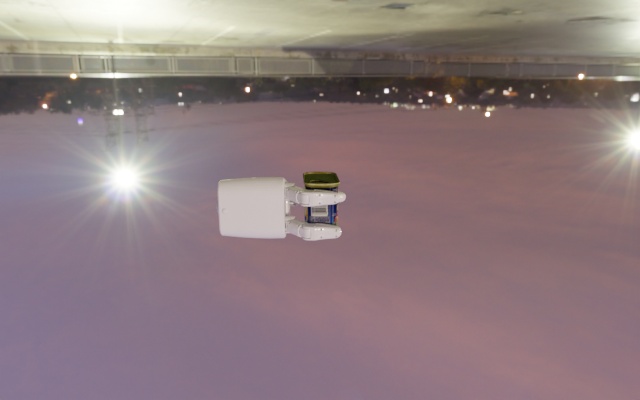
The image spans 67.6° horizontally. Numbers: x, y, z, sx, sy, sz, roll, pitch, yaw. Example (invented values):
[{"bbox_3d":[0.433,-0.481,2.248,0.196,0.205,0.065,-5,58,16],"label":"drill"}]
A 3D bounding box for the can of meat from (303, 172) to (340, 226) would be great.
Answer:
[{"bbox_3d":[0.000,0.003,0.787,0.057,0.084,0.102,0,14,-3],"label":"can of meat"}]
